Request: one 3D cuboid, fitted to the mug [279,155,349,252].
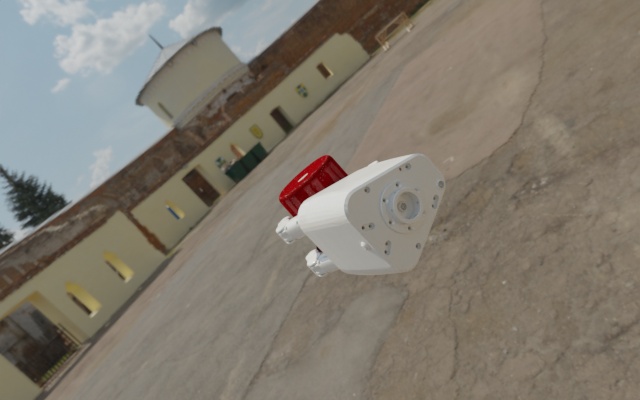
[{"bbox_3d":[-0.001,0.002,0.580,0.093,0.081,0.117,-47,13,-23],"label":"mug"}]
